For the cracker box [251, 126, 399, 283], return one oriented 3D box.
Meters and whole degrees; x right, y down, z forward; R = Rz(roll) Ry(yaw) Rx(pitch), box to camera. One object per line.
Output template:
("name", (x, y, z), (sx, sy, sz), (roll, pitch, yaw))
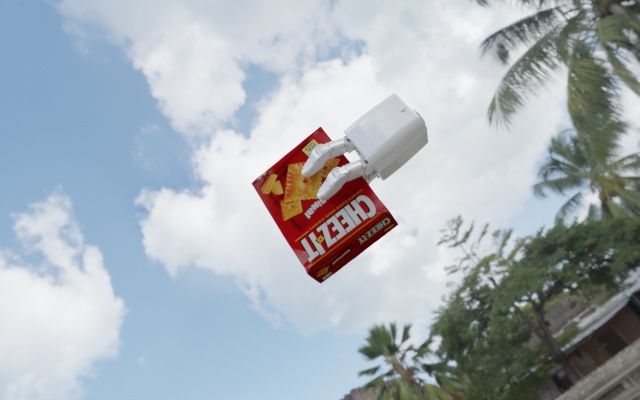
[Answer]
("cracker box", (0.000, 0.003, 0.808), (0.164, 0.213, 0.072), (-38, -32, 4))
